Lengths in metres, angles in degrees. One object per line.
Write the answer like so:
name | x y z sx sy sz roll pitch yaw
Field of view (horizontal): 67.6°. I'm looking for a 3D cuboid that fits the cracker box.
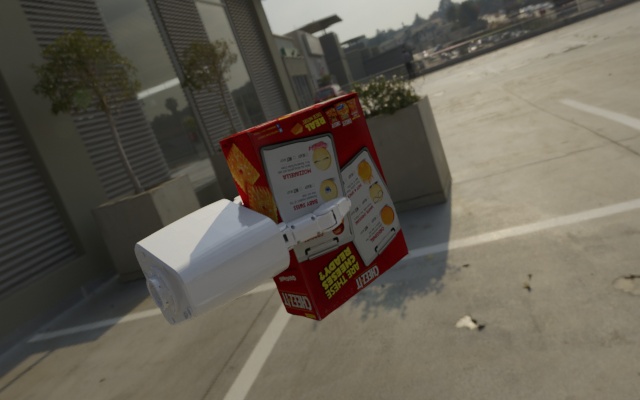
cracker box | 0.000 0.002 0.555 0.164 0.214 0.072 -29 15 -37
